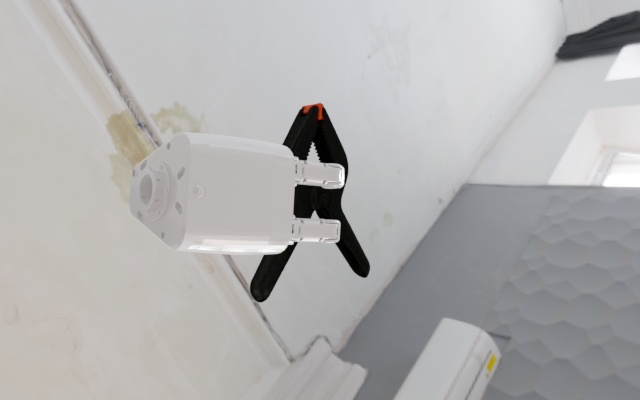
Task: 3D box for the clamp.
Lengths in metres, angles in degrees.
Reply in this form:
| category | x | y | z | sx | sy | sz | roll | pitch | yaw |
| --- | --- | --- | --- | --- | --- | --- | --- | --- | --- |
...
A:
| category | x | y | z | sx | sy | sz | roll | pitch | yaw |
| --- | --- | --- | --- | --- | --- | --- | --- | --- | --- |
| clamp | -0.001 | 0.001 | 0.529 | 0.164 | 0.210 | 0.036 | 5 | -1 | -43 |
